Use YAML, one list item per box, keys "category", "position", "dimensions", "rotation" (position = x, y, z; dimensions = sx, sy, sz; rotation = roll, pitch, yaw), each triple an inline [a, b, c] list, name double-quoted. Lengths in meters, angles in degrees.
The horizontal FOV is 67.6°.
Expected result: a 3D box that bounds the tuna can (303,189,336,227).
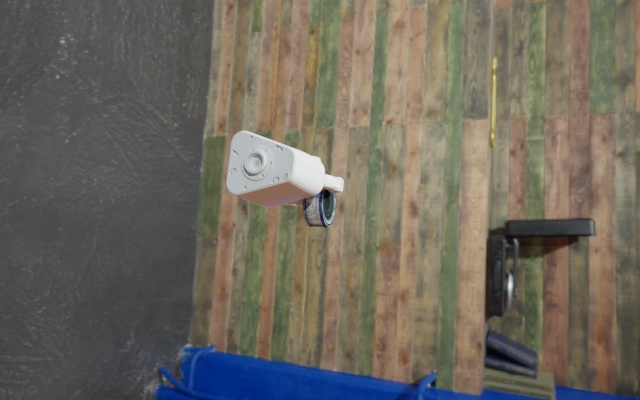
- category: "tuna can"
  position: [0.001, 0.003, 0.811]
  dimensions: [0.034, 0.086, 0.086]
  rotation: [1, 0, 18]
